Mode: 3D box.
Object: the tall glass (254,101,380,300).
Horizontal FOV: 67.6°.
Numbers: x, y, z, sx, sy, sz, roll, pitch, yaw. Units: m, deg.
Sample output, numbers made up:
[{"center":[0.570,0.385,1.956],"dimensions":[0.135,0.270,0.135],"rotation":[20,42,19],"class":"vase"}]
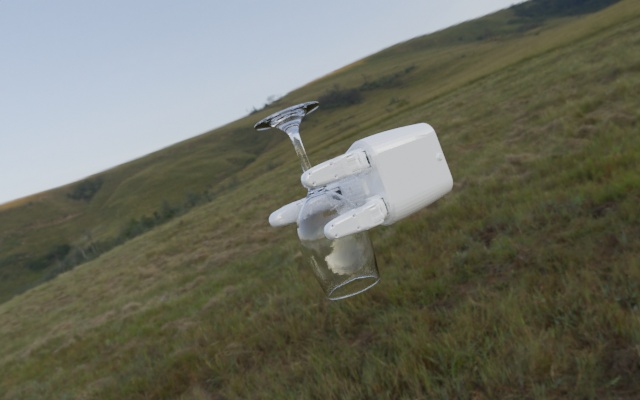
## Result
[{"center":[0.000,0.001,0.514],"dimensions":[0.079,0.201,0.079],"rotation":[-21,2,1],"class":"tall glass"}]
